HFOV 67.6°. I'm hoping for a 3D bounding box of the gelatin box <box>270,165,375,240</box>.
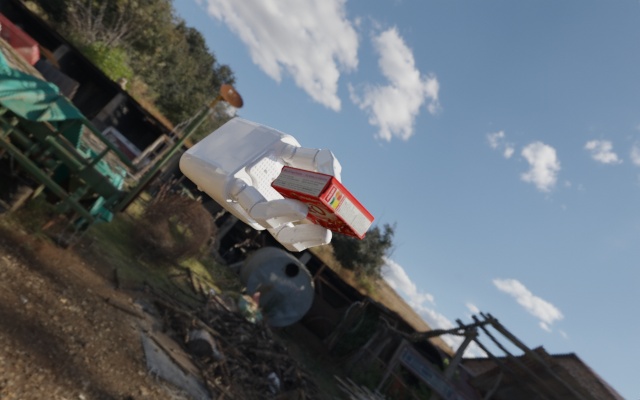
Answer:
[{"bbox_3d":[0.001,0.001,0.486,0.089,0.030,0.073,15,-24,51],"label":"gelatin box"}]
